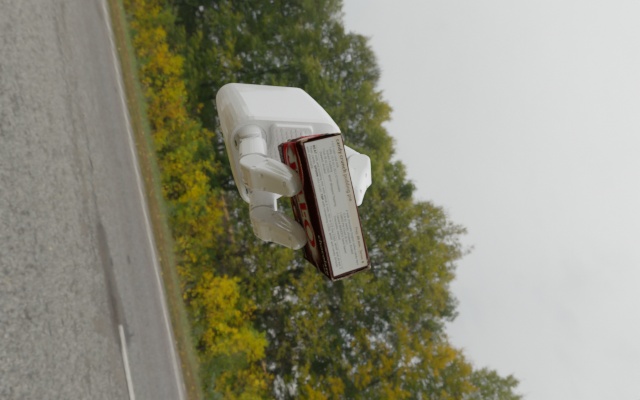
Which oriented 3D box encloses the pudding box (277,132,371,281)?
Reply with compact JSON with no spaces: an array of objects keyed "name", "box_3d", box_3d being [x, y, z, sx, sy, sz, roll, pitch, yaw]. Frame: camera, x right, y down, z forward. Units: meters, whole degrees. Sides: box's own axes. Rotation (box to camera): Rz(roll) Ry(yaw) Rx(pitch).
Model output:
[{"name":"pudding box","box_3d":[0.000,0.001,0.403,0.039,0.113,0.090,-17,9,-13]}]
